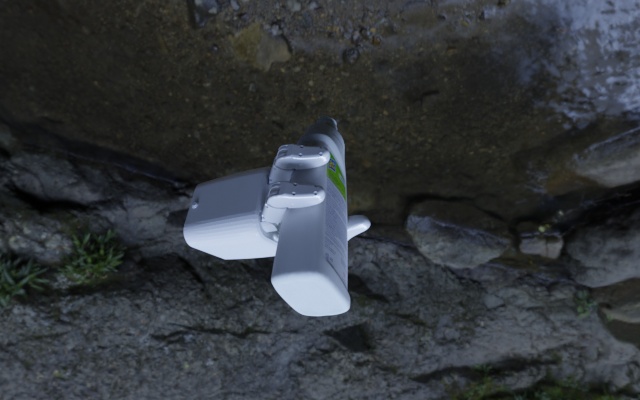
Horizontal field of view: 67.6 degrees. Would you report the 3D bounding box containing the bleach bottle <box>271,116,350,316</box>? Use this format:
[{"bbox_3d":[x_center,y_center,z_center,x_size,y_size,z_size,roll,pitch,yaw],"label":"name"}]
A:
[{"bbox_3d":[0.000,0.002,0.575,0.068,0.250,0.103,-9,-39,20],"label":"bleach bottle"}]
